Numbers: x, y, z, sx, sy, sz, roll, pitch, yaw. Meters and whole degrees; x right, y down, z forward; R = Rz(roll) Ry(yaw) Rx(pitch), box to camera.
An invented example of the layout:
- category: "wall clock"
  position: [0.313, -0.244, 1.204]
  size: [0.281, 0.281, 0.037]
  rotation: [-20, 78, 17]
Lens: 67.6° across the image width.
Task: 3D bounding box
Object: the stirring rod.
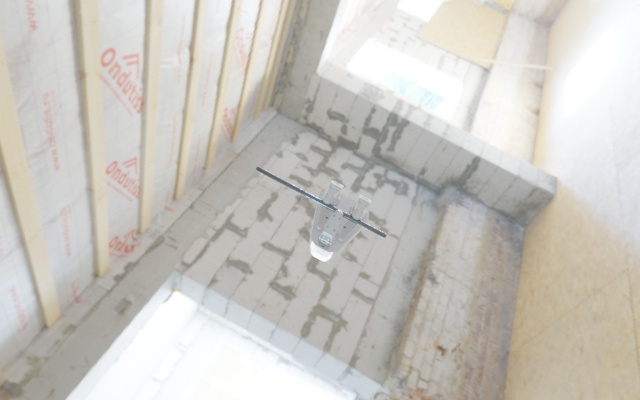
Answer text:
- category: "stirring rod"
  position: [0.000, 0.003, 0.784]
  size: [0.239, 0.011, 0.011]
  rotation: [28, 2, 4]
